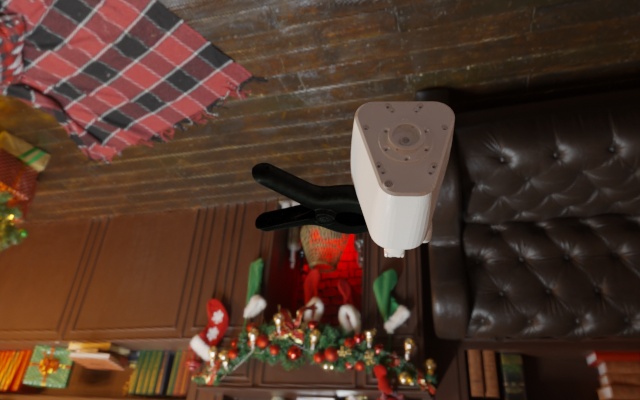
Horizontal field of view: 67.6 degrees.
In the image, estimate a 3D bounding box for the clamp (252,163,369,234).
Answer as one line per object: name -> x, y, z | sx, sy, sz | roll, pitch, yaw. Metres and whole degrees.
clamp -> 0.000, 0.002, 0.544 | 0.171, 0.039, 0.120 | 0, -29, 5
